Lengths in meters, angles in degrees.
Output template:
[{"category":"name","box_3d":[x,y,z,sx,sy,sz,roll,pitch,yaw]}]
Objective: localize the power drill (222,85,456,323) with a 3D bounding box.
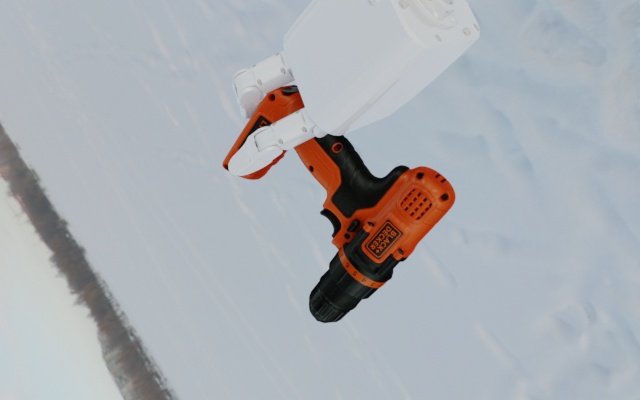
[{"category":"power drill","box_3d":[0.000,0.001,0.441,0.187,0.184,0.057,43,24,9]}]
